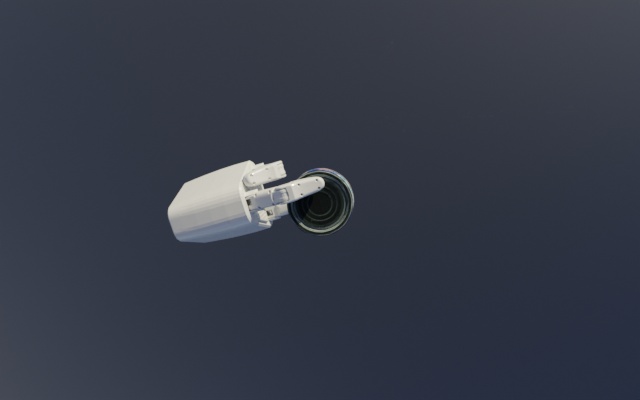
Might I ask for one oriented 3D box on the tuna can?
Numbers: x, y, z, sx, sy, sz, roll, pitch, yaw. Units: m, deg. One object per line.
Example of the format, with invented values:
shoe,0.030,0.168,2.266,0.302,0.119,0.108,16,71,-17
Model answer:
tuna can,0.000,0.002,0.613,0.086,0.086,0.033,0,7,5
